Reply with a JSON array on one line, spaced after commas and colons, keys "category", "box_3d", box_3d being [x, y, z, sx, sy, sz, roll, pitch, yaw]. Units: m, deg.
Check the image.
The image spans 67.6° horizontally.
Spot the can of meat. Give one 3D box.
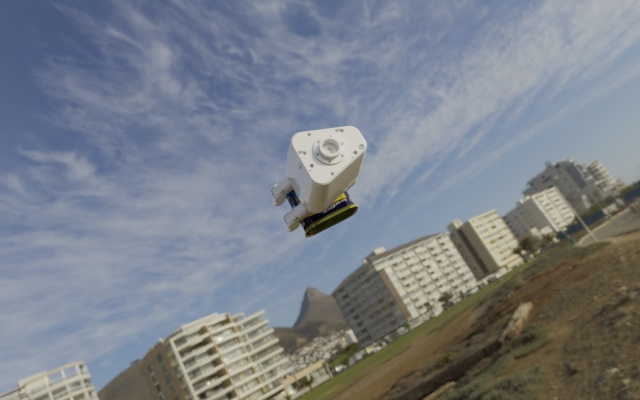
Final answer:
[{"category": "can of meat", "box_3d": [0.000, 0.002, 0.830, 0.102, 0.084, 0.057, -26, -17, -11]}]
